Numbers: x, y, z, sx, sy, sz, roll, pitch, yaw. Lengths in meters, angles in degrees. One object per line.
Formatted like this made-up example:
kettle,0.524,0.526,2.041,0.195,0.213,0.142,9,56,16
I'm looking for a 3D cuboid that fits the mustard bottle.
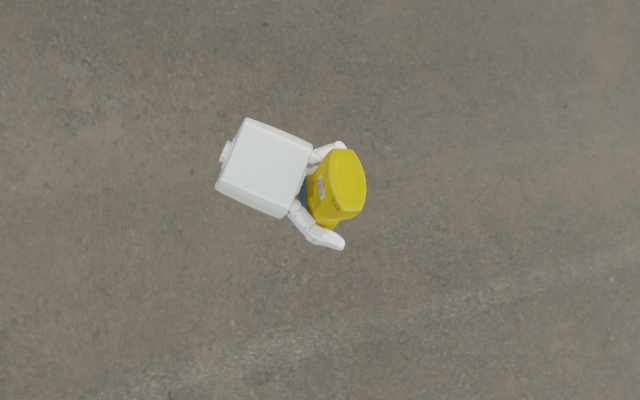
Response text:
mustard bottle,0.001,0.002,0.723,0.058,0.096,0.192,-1,-20,-25
